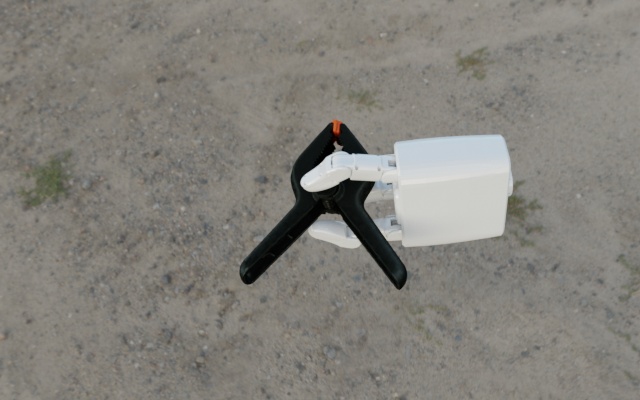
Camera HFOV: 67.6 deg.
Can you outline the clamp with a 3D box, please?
[{"bbox_3d":[0.000,0.001,0.509,0.164,0.209,0.036,-5,-34,8],"label":"clamp"}]
